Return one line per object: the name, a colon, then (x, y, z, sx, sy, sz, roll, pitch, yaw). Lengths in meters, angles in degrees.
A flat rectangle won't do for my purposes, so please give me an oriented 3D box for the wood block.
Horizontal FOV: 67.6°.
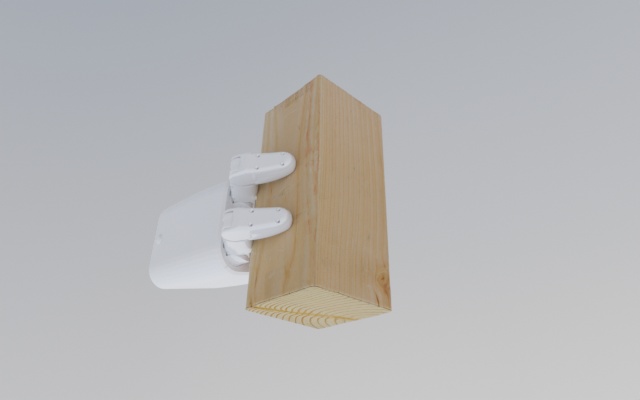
wood block: (0.000, 0.002, 0.445, 0.091, 0.206, 0.090, 26, -37, -37)
